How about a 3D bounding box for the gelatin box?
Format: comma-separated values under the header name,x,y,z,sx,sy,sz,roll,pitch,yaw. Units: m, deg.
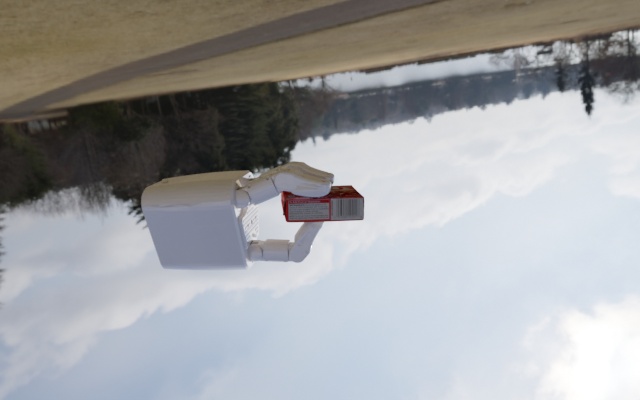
name,x,y,z,sx,sy,sz,roll,pitch,yaw
gelatin box,0.000,0.002,0.549,0.089,0.030,0.073,-1,12,-7
